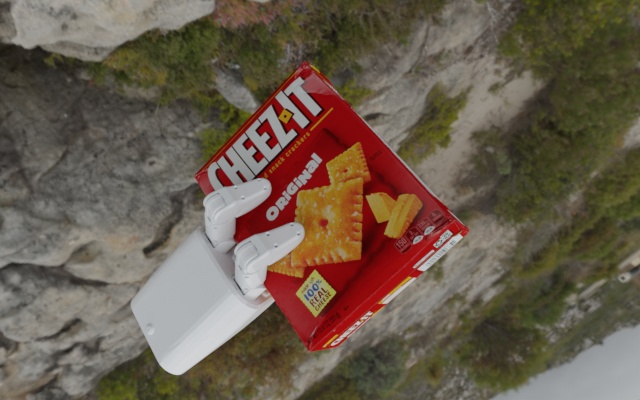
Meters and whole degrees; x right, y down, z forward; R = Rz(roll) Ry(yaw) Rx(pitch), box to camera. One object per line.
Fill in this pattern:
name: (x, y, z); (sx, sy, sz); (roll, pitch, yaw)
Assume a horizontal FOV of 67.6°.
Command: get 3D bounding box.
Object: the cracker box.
cracker box: (0.000, 0.002, 0.444); (0.164, 0.213, 0.072); (-43, -25, 11)
